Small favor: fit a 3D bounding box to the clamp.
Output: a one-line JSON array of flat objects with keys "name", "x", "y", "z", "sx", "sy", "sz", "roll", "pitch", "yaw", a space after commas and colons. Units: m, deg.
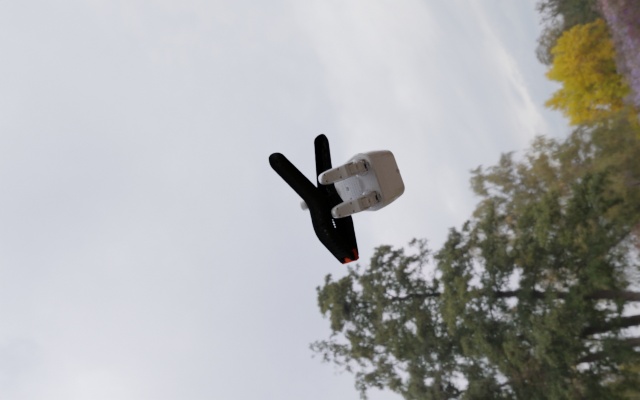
[{"name": "clamp", "x": 0.000, "y": 0.003, "z": 0.727, "sx": 0.036, "sy": 0.210, "sz": 0.164, "roll": -20, "pitch": 0, "yaw": 31}]
